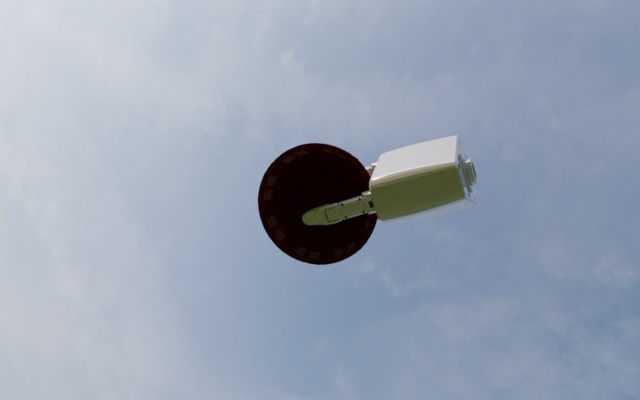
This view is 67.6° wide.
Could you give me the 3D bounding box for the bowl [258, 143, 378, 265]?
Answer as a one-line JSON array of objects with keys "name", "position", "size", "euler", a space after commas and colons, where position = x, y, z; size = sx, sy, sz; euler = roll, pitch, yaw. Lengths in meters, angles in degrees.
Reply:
[{"name": "bowl", "position": [-0.001, 0.002, 0.646], "size": [0.162, 0.162, 0.055], "euler": [0, 10, 12]}]
